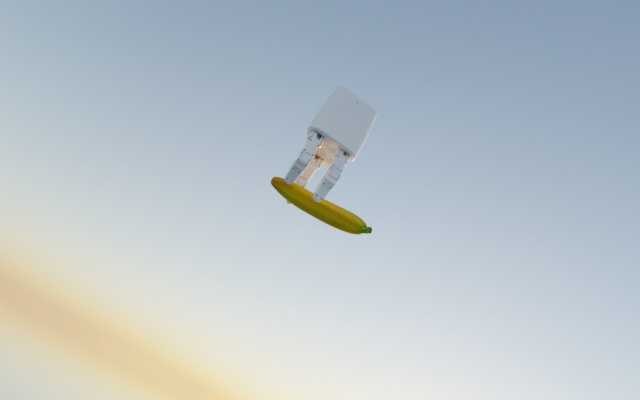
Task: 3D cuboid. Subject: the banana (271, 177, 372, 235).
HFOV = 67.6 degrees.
[{"bbox_3d":[0.004,0.012,0.833,0.198,0.037,0.070,26,-20,14],"label":"banana"}]
